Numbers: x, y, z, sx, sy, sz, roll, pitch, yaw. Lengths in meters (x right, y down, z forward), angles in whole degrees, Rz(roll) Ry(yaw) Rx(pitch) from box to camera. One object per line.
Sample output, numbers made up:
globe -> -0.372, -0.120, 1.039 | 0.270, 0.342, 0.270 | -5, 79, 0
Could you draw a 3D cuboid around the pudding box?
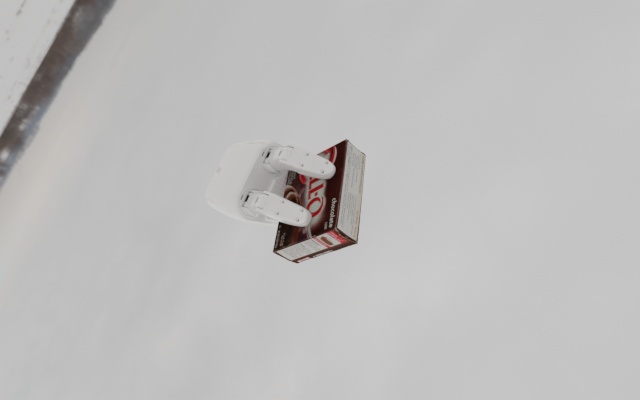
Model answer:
pudding box -> 0.000, 0.002, 0.502 | 0.039, 0.113, 0.090 | 31, -39, -34
